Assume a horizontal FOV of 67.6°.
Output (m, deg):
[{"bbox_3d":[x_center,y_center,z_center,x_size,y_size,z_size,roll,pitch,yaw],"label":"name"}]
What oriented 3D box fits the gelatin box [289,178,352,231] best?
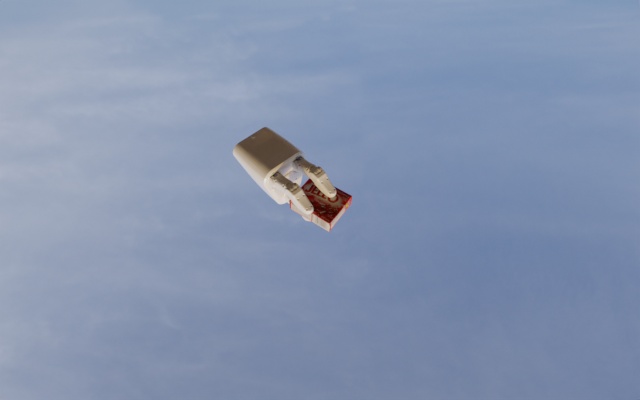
[{"bbox_3d":[0.000,0.003,0.853,0.089,0.073,0.030,30,-31,18],"label":"gelatin box"}]
